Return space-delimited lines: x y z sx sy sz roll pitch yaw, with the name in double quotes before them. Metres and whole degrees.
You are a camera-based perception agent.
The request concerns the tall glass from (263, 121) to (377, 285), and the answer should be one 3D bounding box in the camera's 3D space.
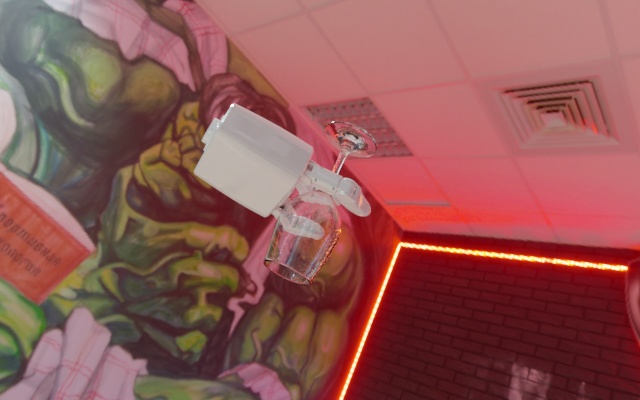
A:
"tall glass" 0.001 0.001 0.594 0.079 0.201 0.079 21 -23 9
